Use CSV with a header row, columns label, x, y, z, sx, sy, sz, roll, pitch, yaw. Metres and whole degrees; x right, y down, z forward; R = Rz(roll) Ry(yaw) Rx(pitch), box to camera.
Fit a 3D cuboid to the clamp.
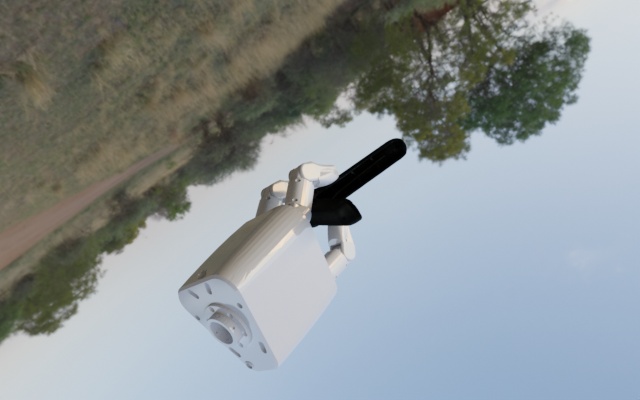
label,x,y,z,sx,sy,sz,roll,pitch,yaw
clamp,0.000,0.003,0.544,0.210,0.036,0.164,-25,14,44
